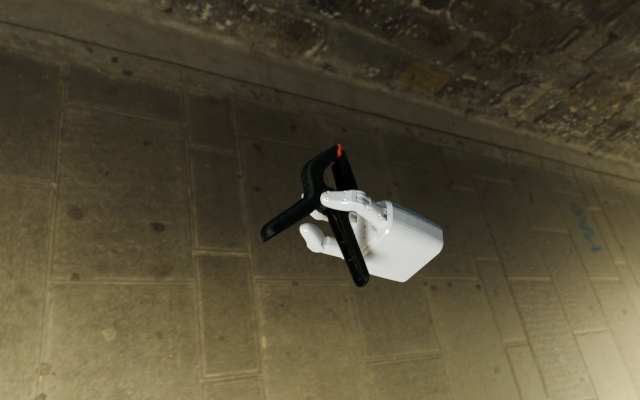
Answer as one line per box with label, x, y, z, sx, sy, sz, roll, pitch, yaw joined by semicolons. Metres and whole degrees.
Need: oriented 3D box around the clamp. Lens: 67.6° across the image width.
clamp;0.001;0.001;0.661;0.164;0.209;0.036;23;-37;-27
